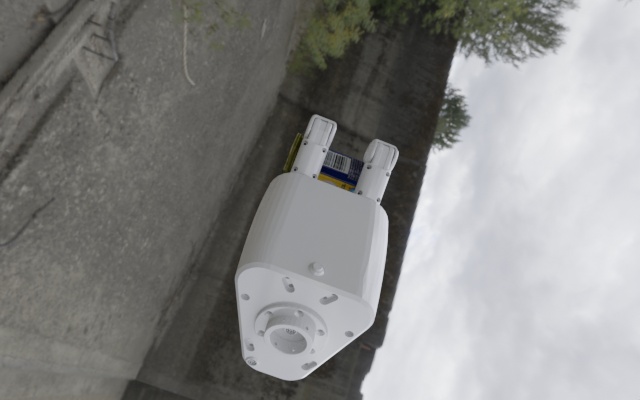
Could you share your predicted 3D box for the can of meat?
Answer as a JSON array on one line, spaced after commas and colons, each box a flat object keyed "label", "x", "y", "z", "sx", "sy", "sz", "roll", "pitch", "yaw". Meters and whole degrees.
[{"label": "can of meat", "x": 0.000, "y": 0.002, "z": 0.439, "sx": 0.084, "sy": 0.102, "sz": 0.057, "roll": 21, "pitch": 31, "yaw": -3}]
